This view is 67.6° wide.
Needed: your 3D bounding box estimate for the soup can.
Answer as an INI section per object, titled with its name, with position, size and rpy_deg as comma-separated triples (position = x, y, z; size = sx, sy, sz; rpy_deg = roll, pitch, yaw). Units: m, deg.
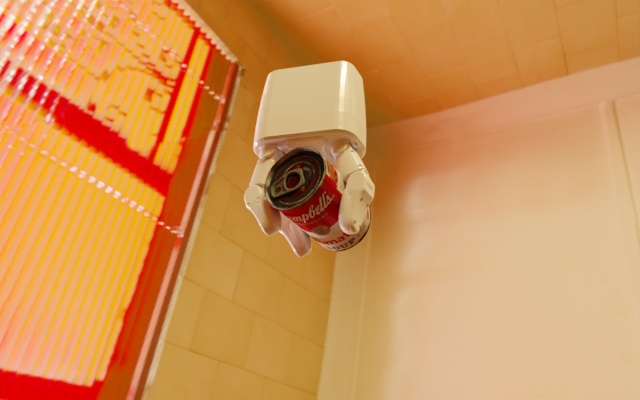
[soup can]
position = 0.000, 0.002, 0.480
size = 0.068, 0.068, 0.102
rpy_deg = 0, -28, 34
